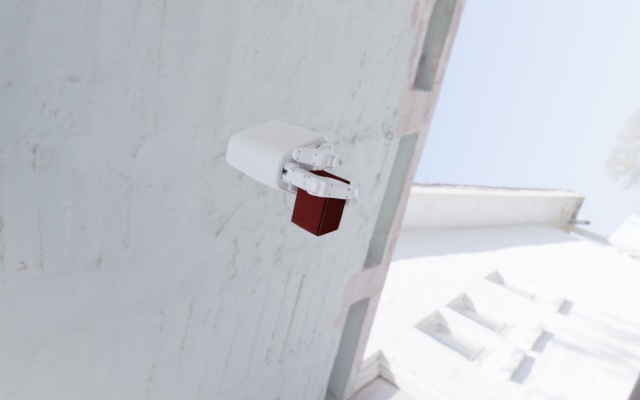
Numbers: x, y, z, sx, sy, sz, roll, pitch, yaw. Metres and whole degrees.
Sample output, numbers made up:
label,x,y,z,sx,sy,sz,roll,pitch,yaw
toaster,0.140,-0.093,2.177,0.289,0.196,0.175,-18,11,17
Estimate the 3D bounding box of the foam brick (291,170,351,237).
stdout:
label,x,y,z,sx,sy,sz,roll,pitch,yaw
foam brick,0.000,0.003,0.672,0.051,0.078,0.053,24,19,31
